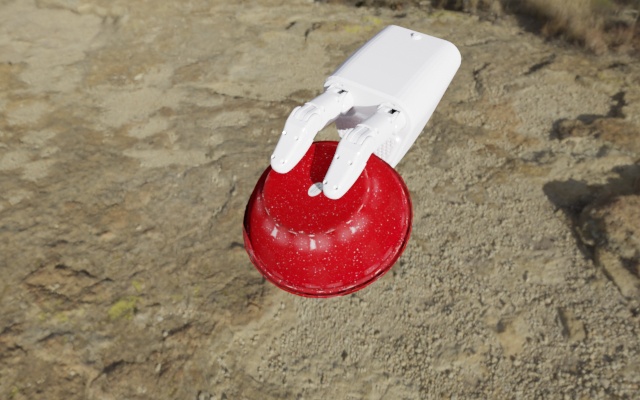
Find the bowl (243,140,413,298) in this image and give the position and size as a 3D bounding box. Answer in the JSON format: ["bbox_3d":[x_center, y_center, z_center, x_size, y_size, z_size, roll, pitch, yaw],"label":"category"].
[{"bbox_3d":[0.000,0.002,0.425,0.162,0.162,0.055,0,-29,12],"label":"bowl"}]
